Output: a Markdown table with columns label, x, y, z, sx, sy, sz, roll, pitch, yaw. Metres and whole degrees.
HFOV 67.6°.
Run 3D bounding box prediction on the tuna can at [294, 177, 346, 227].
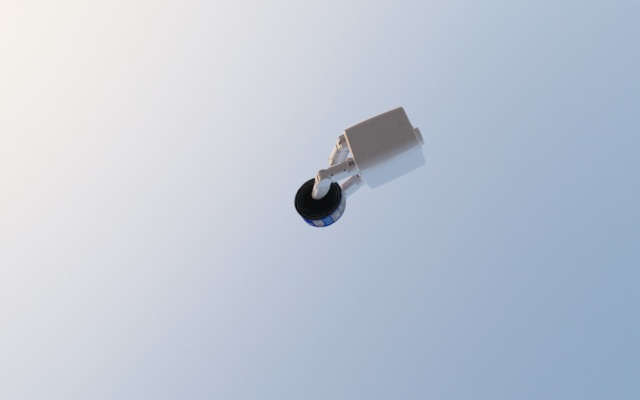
| label | x | y | z | sx | sy | sz | roll | pitch | yaw |
| --- | --- | --- | --- | --- | --- | --- | --- | --- | --- |
| tuna can | 0.000 | 0.003 | 0.824 | 0.086 | 0.086 | 0.034 | 0 | -29 | 21 |
